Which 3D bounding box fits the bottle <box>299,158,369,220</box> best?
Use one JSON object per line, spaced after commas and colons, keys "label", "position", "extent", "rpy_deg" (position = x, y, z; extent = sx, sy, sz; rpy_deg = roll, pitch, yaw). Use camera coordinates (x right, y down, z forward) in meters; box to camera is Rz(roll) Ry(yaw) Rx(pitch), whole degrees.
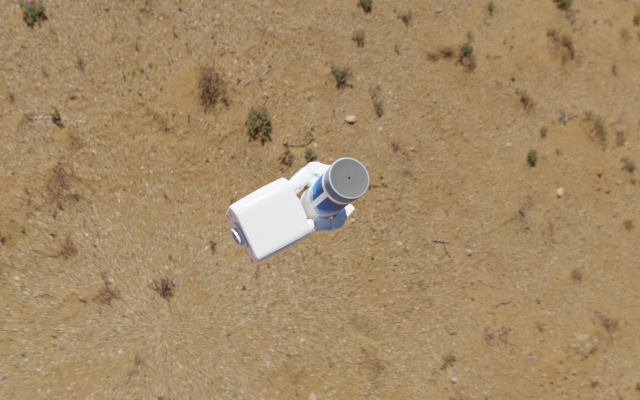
{"label": "bottle", "position": [0.000, 0.003, 0.863], "extent": [0.069, 0.069, 0.296], "rpy_deg": [0, -15, -18]}
